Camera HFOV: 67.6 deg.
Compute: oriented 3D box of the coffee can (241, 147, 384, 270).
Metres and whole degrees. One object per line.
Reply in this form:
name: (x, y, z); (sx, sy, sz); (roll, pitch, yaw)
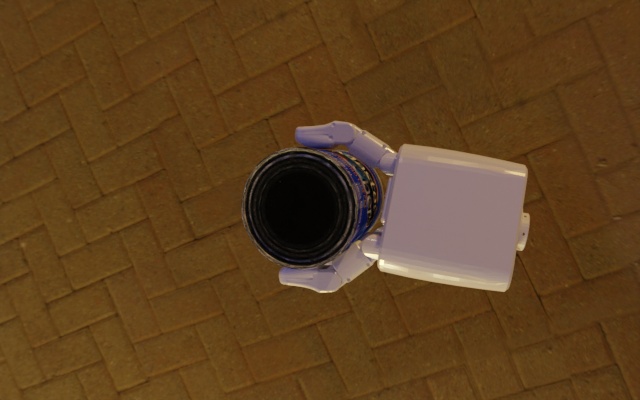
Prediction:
coffee can: (0.000, 0.001, 0.461); (0.103, 0.103, 0.140); (0, 5, 16)
